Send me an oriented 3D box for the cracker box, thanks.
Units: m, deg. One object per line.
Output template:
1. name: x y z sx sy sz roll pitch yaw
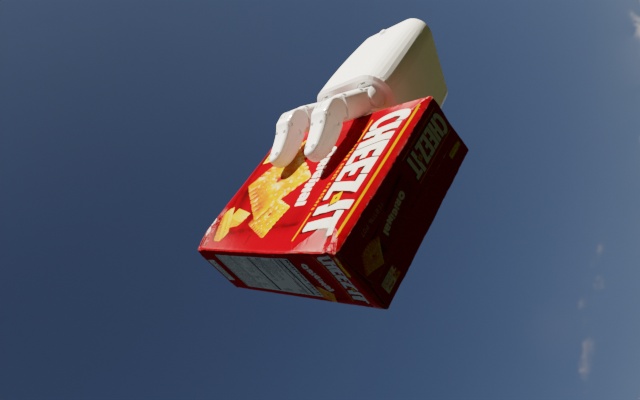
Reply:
1. cracker box: 0.000 0.002 0.433 0.214 0.164 0.072 -6 -47 51
